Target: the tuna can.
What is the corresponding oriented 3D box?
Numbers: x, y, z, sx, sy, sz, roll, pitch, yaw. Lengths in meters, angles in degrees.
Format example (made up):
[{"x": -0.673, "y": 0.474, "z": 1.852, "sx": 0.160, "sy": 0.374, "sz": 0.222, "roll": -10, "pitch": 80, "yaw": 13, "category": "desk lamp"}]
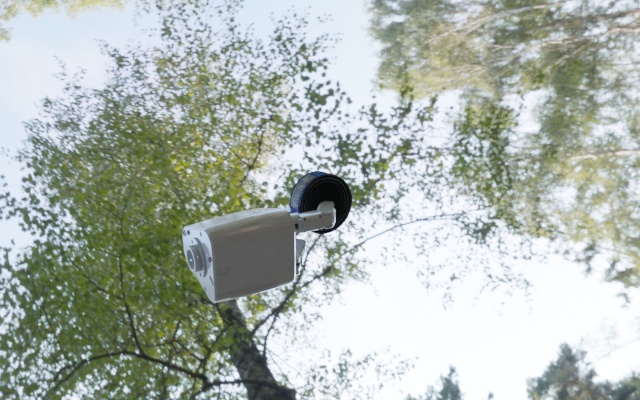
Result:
[{"x": 0.000, "y": 0.002, "z": 0.673, "sx": 0.086, "sy": 0.086, "sz": 0.033, "roll": 0, "pitch": 14, "yaw": -32, "category": "tuna can"}]
